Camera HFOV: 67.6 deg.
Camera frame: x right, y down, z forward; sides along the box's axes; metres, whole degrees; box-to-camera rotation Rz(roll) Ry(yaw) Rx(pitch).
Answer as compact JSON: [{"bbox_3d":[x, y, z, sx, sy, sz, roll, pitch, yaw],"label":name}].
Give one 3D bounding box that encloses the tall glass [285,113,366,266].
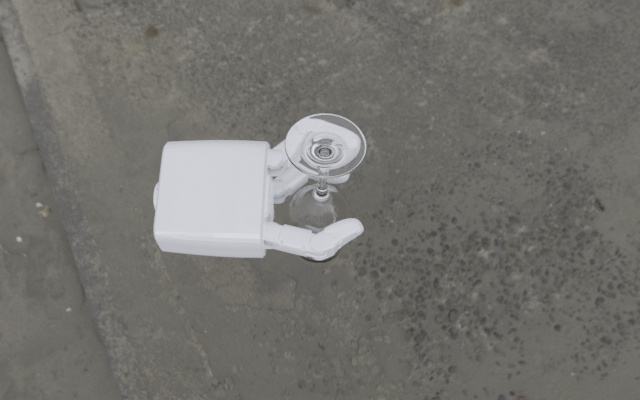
[{"bbox_3d":[0.000,0.001,0.515,0.079,0.079,0.201,0,-32,-3],"label":"tall glass"}]
